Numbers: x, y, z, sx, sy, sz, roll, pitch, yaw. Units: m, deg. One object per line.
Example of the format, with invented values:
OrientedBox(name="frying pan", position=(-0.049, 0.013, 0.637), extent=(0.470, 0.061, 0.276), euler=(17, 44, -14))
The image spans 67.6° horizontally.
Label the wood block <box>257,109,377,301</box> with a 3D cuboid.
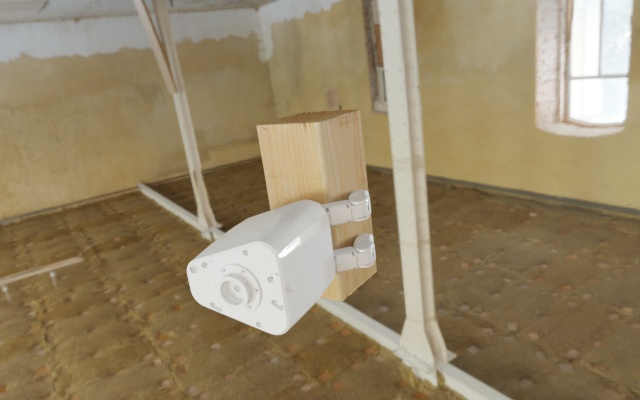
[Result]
OrientedBox(name="wood block", position=(0.000, 0.002, 0.573), extent=(0.091, 0.206, 0.090), euler=(5, 20, 35))
